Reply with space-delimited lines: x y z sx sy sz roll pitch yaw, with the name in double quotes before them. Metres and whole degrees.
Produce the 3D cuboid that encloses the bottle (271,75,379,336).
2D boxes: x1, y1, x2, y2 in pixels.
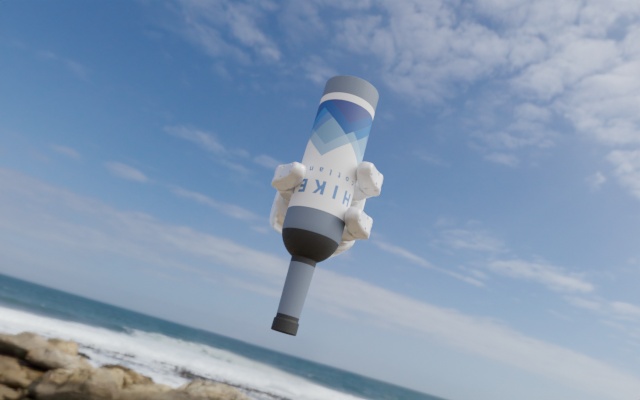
"bottle" 0.000 0.001 0.537 0.069 0.295 0.069 14 -18 5
